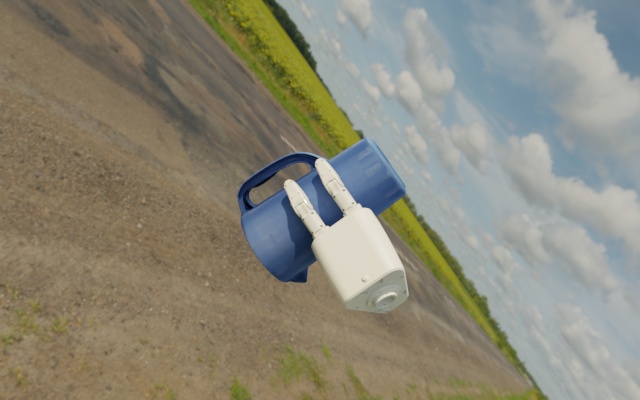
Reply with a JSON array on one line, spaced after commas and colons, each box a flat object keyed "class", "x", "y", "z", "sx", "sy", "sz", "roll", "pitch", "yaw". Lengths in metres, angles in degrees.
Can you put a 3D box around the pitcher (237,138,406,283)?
[{"class": "pitcher", "x": 0.000, "y": 0.003, "z": 0.744, "sx": 0.243, "sy": 0.145, "sz": 0.149, "roll": -35, "pitch": -38, "yaw": 8}]
